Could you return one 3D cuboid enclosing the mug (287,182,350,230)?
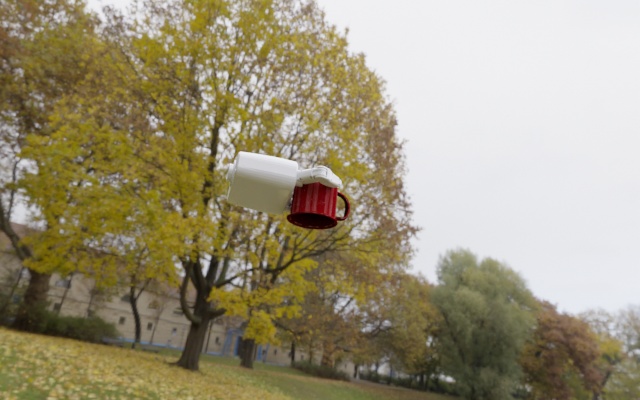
[{"bbox_3d":[0.002,0.003,0.878,0.117,0.081,0.093,12,-22,-15],"label":"mug"}]
